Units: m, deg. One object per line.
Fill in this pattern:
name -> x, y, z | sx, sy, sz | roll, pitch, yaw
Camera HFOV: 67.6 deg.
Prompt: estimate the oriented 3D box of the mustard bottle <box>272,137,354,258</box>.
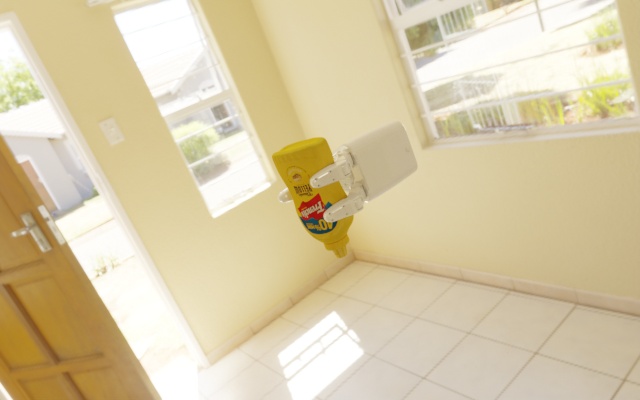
mustard bottle -> 0.000, 0.002, 0.734 | 0.096, 0.192, 0.058 | -8, 22, 41
